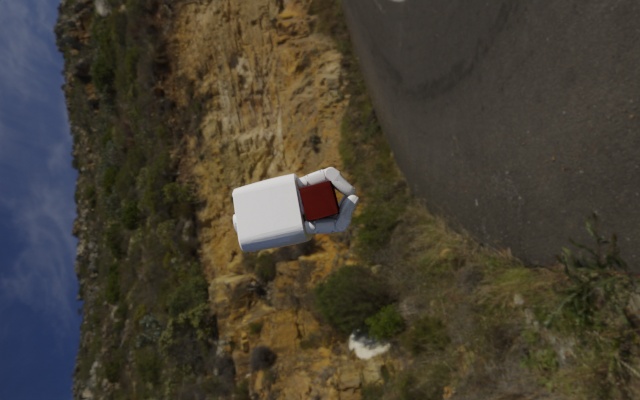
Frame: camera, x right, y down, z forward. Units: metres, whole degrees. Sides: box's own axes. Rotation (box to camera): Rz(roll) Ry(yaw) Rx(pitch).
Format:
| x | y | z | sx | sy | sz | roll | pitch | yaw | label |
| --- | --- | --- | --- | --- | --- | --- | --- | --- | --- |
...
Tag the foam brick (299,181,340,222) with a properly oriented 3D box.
| x | y | z | sx | sy | sz | roll | pitch | yaw | label |
| --- | --- | --- | --- | --- | --- | --- | --- | --- | --- |
| 0.000 | 0.002 | 0.748 | 0.051 | 0.053 | 0.078 | -14 | -3 | 3 | foam brick |
